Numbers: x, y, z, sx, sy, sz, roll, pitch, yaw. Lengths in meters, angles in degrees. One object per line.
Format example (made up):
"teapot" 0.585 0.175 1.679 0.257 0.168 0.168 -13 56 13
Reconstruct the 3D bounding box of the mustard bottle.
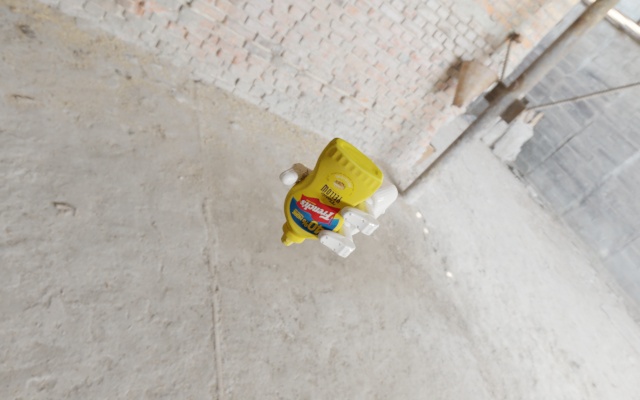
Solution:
"mustard bottle" 0.000 0.002 0.726 0.096 0.192 0.058 37 28 -9
